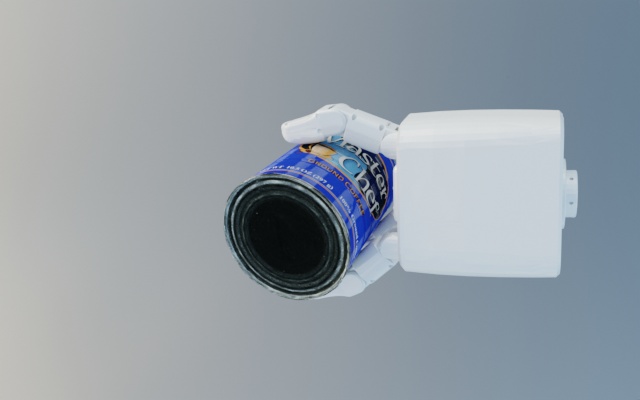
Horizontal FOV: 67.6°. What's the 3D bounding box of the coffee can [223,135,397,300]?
[{"bbox_3d":[0.000,0.001,0.401,0.103,0.103,0.140,0,23,25],"label":"coffee can"}]
